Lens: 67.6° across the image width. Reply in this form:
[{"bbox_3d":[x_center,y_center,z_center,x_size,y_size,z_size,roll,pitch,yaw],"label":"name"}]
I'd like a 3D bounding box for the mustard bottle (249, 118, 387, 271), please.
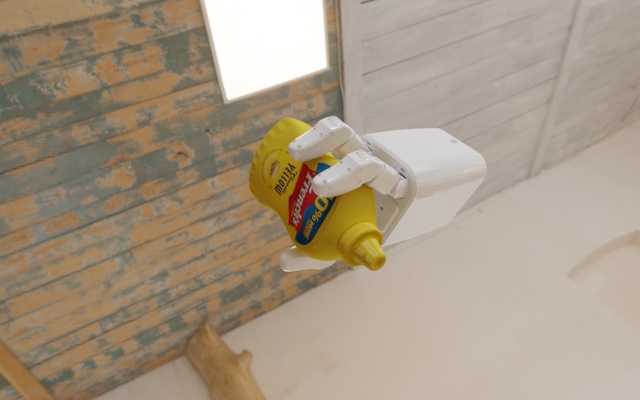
[{"bbox_3d":[0.000,0.001,0.462,0.058,0.096,0.191,14,23,-43],"label":"mustard bottle"}]
